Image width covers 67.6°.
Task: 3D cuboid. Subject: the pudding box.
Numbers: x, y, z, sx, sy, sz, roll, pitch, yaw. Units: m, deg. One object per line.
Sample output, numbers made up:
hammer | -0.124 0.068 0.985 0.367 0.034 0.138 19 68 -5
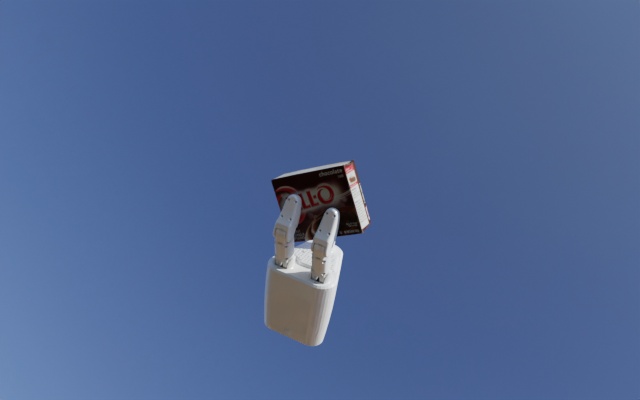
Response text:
pudding box | 0.000 0.002 0.619 0.113 0.090 0.039 -11 14 28
